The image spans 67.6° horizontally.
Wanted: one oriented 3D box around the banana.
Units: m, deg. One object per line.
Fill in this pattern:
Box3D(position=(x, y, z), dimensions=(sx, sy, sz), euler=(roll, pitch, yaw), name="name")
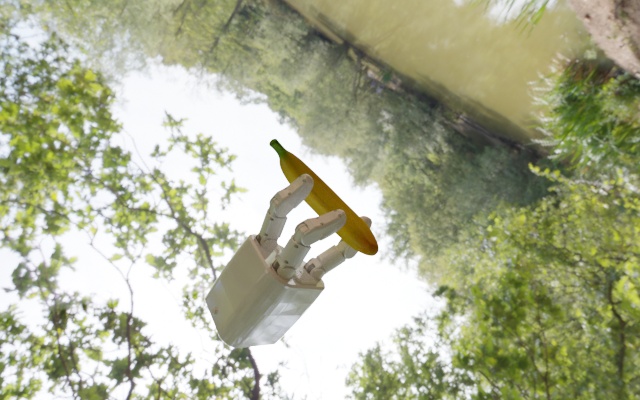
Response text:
Box3D(position=(0.005, 0.003, 0.595), dimensions=(0.197, 0.037, 0.069), euler=(45, 7, 22), name="banana")
